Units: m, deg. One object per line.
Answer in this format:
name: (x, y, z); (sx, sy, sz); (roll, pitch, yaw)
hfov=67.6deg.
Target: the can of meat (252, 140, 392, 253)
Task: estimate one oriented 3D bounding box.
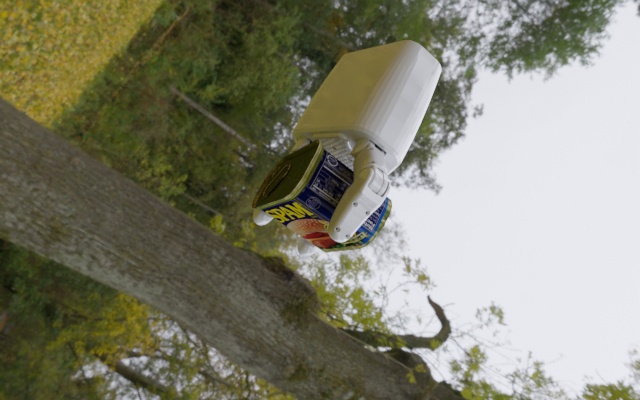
can of meat: (0.000, 0.002, 0.419); (0.084, 0.057, 0.102); (35, -22, -19)
